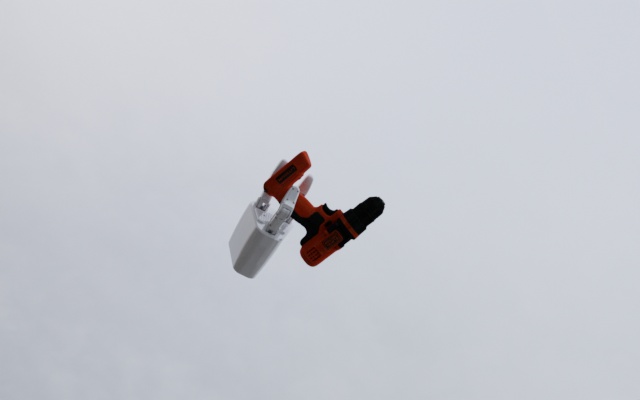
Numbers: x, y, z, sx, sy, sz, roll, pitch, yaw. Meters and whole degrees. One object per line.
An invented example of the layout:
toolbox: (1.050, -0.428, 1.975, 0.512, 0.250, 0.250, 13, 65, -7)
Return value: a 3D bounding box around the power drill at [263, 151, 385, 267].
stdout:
power drill: (0.000, 0.003, 0.881, 0.184, 0.187, 0.057, -38, -1, 3)
